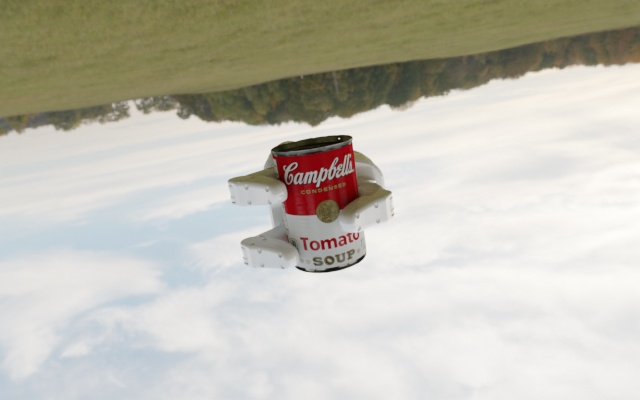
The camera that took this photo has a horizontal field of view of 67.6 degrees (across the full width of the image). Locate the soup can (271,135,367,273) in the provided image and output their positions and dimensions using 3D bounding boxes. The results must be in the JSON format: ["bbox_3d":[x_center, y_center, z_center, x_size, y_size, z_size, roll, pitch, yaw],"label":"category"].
[{"bbox_3d":[0.000,0.002,0.402,0.068,0.102,0.068,-8,15,2],"label":"soup can"}]
